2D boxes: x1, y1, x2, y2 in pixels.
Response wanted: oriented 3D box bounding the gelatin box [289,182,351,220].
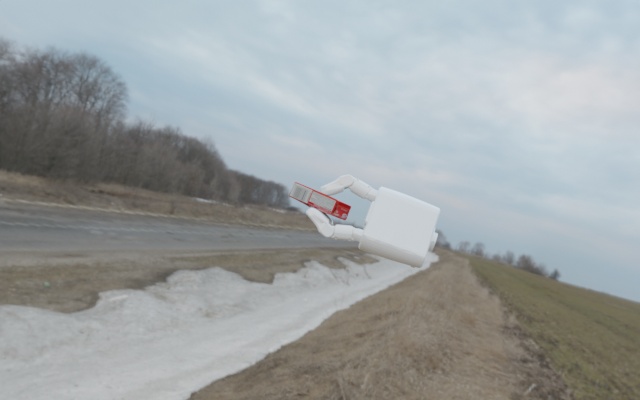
[{"bbox_3d":[0.000,0.002,0.823,0.089,0.030,0.073,24,0,22],"label":"gelatin box"}]
